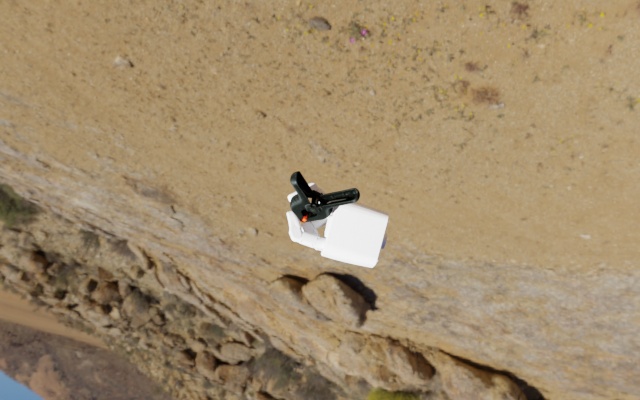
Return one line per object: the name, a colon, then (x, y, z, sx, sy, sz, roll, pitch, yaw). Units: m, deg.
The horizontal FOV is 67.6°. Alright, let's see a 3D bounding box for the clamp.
clamp: (0.000, 0.003, 0.854, 0.120, 0.039, 0.171, 18, -21, 0)
